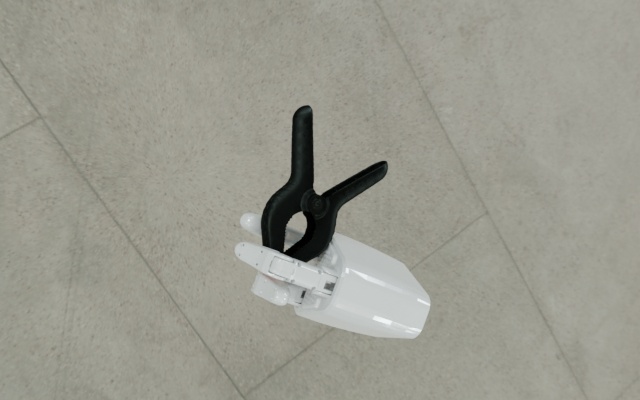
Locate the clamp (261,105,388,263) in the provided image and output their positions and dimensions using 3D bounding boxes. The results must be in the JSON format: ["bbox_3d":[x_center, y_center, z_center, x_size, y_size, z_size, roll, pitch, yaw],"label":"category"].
[{"bbox_3d":[0.000,0.002,0.494,0.120,0.171,0.039,22,-4,-17],"label":"clamp"}]
